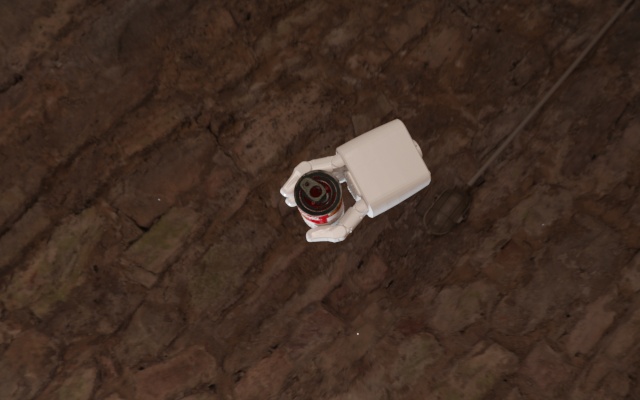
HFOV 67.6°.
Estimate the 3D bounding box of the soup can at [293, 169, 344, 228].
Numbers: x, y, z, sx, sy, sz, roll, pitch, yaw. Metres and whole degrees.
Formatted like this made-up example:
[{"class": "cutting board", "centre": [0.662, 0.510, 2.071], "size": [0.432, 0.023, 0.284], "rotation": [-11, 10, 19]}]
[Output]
[{"class": "soup can", "centre": [0.000, 0.003, 0.706], "size": [0.068, 0.068, 0.102], "rotation": [0, -15, 5]}]
